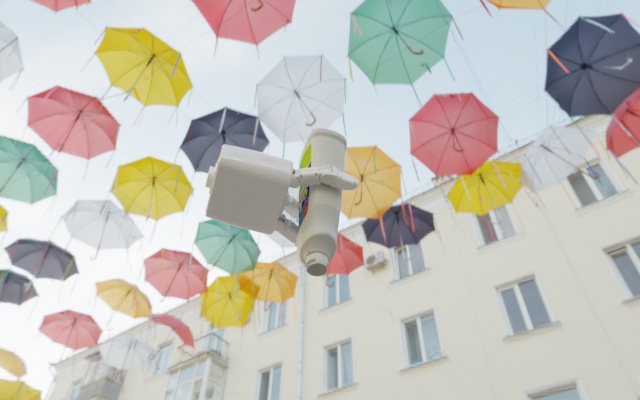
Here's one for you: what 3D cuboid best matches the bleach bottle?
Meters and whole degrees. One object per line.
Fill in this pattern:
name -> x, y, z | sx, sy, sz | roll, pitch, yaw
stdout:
bleach bottle -> 0.000, 0.002, 0.729 | 0.068, 0.250, 0.103 | 15, -48, -13
